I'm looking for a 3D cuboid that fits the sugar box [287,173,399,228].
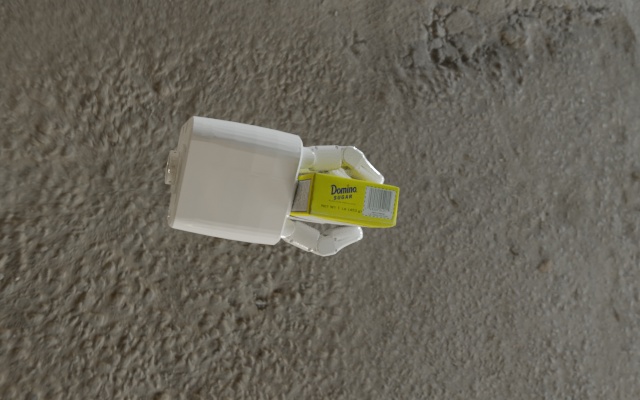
[{"bbox_3d":[0.000,0.001,0.523,0.093,0.048,0.176,10,-3,-23],"label":"sugar box"}]
